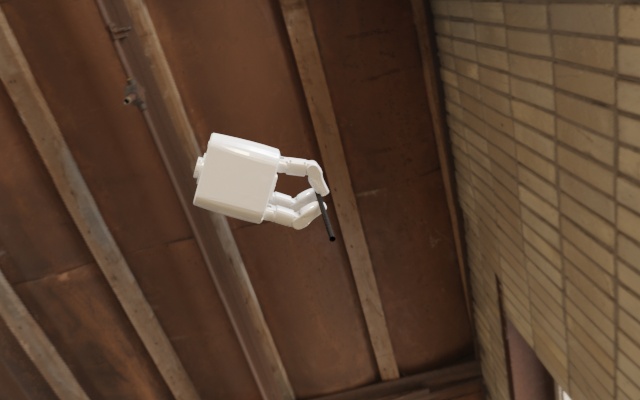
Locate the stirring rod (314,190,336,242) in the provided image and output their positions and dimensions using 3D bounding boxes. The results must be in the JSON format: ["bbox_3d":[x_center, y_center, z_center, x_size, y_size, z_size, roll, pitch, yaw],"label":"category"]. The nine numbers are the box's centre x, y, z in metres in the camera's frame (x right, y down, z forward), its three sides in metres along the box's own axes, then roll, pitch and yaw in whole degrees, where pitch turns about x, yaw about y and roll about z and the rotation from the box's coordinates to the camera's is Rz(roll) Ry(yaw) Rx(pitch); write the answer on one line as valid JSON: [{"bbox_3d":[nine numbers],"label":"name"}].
[{"bbox_3d":[0.000,0.002,0.730,0.011,0.011,0.239,0,23,-8],"label":"stirring rod"}]
